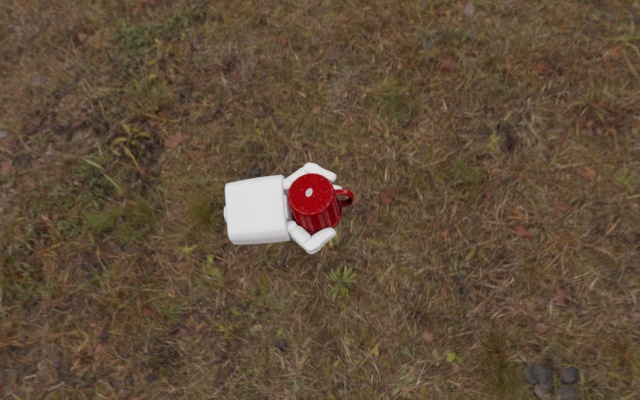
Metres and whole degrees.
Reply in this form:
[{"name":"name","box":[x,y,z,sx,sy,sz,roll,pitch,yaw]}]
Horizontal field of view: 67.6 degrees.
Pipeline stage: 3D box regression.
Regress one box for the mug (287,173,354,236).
[{"name":"mug","box":[0.002,0.003,0.834,0.117,0.093,0.081,-8,-25,5]}]
